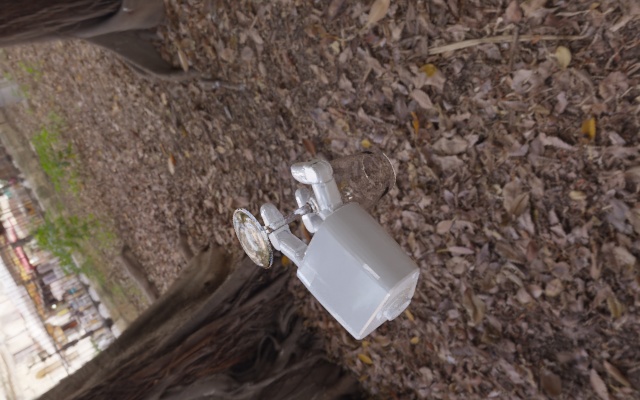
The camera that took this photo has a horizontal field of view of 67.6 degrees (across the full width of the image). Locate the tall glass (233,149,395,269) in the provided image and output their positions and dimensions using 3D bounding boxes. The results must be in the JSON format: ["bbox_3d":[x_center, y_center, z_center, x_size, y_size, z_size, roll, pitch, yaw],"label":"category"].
[{"bbox_3d":[-0.001,0.002,0.575,0.201,0.079,0.079,-29,15,-30],"label":"tall glass"}]
